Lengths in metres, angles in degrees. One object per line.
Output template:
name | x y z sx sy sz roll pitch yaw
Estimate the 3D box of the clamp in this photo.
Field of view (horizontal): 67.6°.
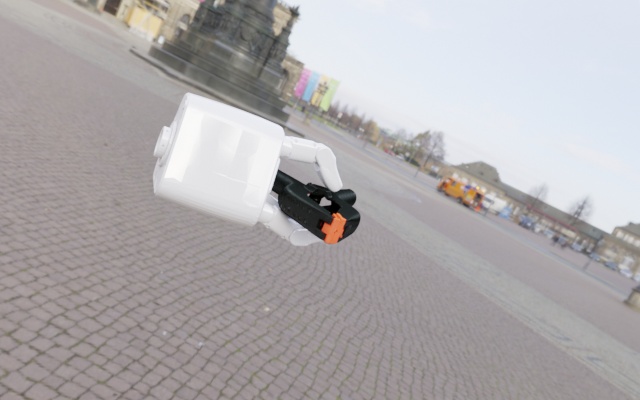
clamp | 0.000 0.001 0.559 0.164 0.036 0.210 16 13 -24
